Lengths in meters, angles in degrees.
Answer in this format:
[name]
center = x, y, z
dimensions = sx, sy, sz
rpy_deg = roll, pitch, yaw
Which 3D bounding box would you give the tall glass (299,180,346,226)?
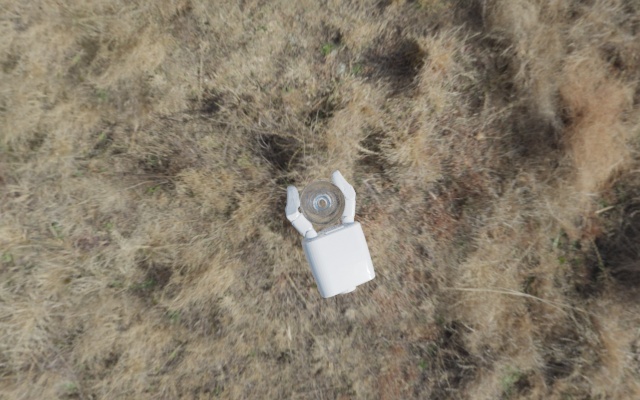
[tall glass]
center = 0.000, 0.003, 0.869
dimensions = 0.079, 0.079, 0.201
rpy_deg = 0, 2, -2
